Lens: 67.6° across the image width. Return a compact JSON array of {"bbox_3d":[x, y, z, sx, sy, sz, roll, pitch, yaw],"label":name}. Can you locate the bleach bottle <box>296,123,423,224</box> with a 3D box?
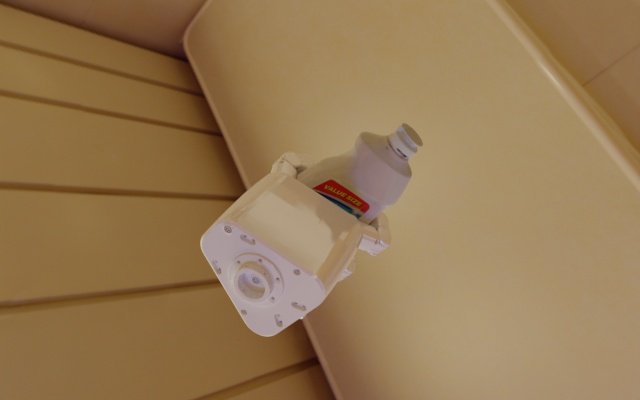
[{"bbox_3d":[0.000,0.002,0.517,0.251,0.102,0.068,-41,5,30],"label":"bleach bottle"}]
